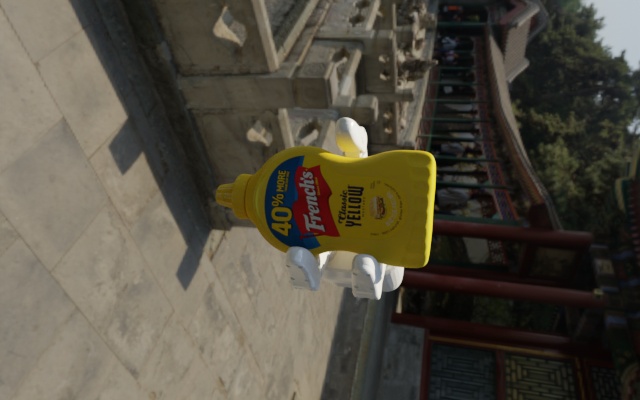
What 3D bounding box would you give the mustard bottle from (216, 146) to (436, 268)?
[{"bbox_3d":[0.000,0.001,0.416,0.191,0.096,0.058,4,4,14],"label":"mustard bottle"}]
